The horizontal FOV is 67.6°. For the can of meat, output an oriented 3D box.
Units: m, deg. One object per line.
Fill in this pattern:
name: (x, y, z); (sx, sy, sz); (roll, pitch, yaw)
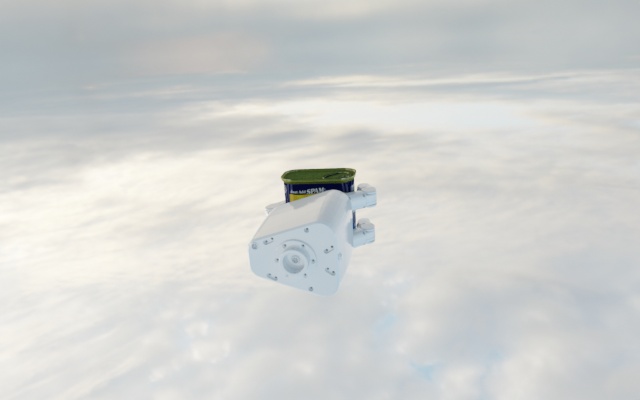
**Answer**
can of meat: (0.000, 0.002, 0.664); (0.102, 0.084, 0.057); (-1, 18, 8)
